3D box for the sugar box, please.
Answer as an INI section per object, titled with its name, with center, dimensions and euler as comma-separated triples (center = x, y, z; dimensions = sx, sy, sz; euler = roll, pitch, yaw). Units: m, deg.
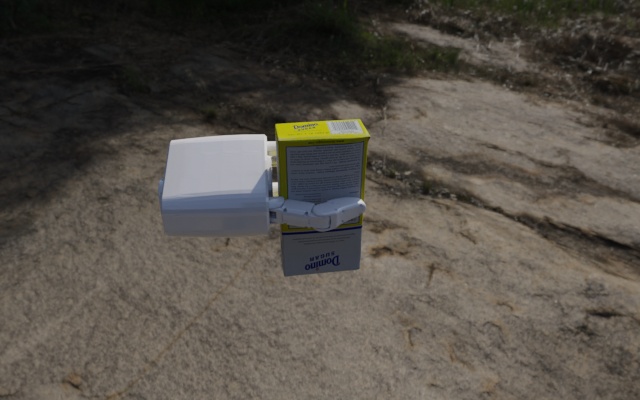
[sugar box]
center = 0.000, 0.001, 0.525
dimensions = 0.093, 0.176, 0.048
euler = -4, 36, -8
